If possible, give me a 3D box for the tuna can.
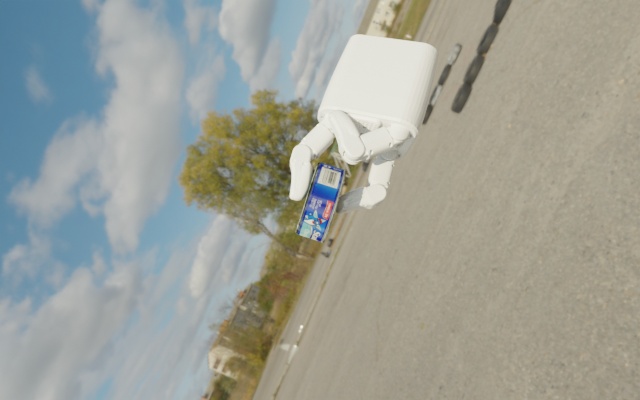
[{"bbox_3d":[0.000,0.002,0.532,0.034,0.086,0.086,18,-1,-2],"label":"tuna can"}]
